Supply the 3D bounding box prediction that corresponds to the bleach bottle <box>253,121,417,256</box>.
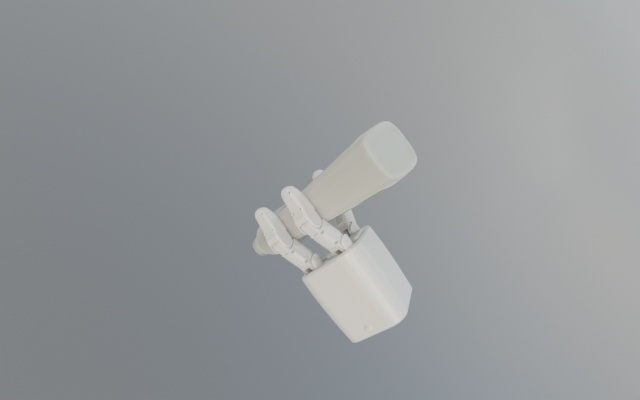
[{"bbox_3d":[0.000,0.002,0.613,0.251,0.068,0.102,-37,0,36],"label":"bleach bottle"}]
